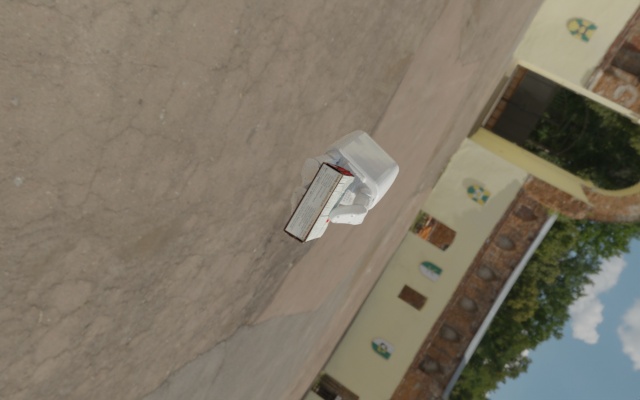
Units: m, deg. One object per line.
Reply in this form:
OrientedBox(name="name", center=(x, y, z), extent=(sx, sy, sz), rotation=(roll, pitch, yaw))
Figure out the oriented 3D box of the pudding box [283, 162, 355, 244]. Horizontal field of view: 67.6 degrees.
OrientedBox(name="pudding box", center=(0.000, 0.002, 0.678), extent=(0.039, 0.113, 0.090), rotation=(30, 7, 12))
